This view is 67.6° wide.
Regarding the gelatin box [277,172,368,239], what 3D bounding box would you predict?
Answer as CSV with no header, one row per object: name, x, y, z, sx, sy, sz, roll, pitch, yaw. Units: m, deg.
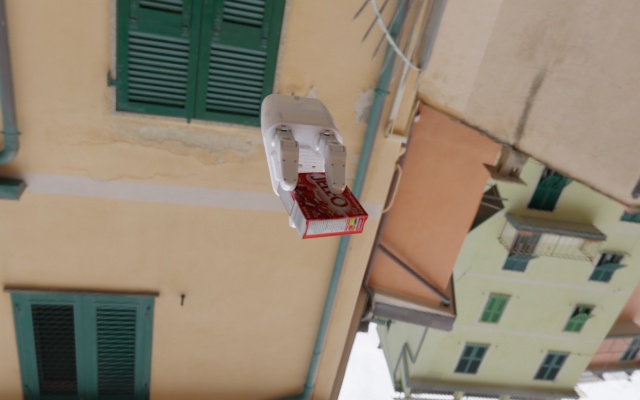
gelatin box,0.000,0.002,0.530,0.073,0.030,0.089,-3,38,-25
